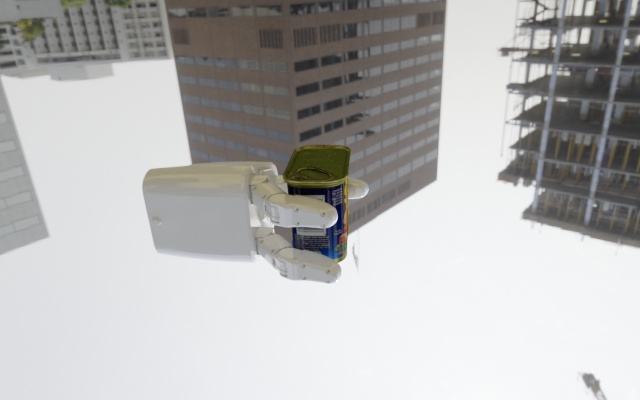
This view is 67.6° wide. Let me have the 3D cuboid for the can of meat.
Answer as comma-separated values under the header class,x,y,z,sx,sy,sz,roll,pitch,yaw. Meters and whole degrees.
class,x,y,z,sx,sy,sz,roll,pitch,yaw
can of meat,0.000,0.002,0.459,0.057,0.084,0.102,0,24,6
